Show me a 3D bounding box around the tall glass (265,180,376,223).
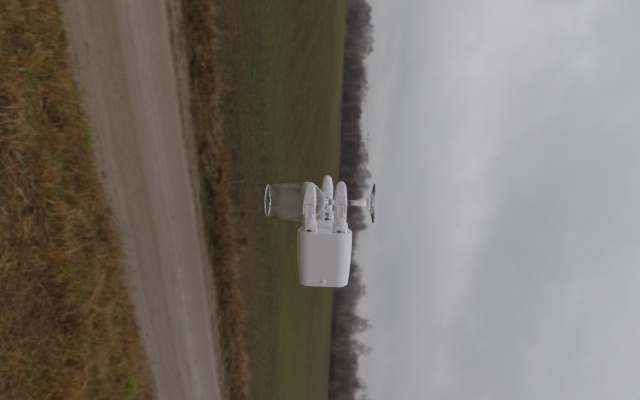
[{"bbox_3d":[0.001,0.003,0.889,0.201,0.079,0.079,2,0,2],"label":"tall glass"}]
